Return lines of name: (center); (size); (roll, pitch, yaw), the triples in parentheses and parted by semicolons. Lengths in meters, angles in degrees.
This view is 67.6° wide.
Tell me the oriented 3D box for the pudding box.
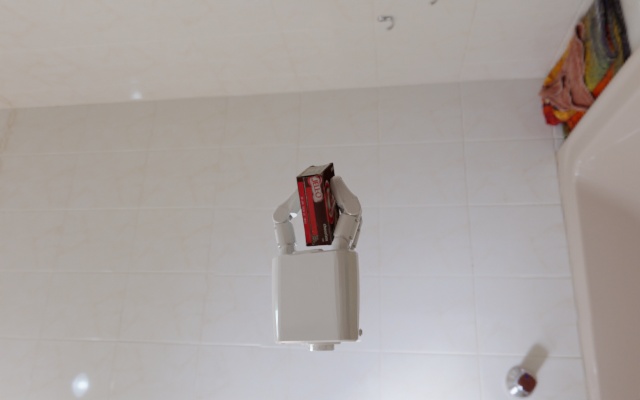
pudding box: (0.000, 0.002, 0.625); (0.039, 0.090, 0.113); (-6, 11, 7)
